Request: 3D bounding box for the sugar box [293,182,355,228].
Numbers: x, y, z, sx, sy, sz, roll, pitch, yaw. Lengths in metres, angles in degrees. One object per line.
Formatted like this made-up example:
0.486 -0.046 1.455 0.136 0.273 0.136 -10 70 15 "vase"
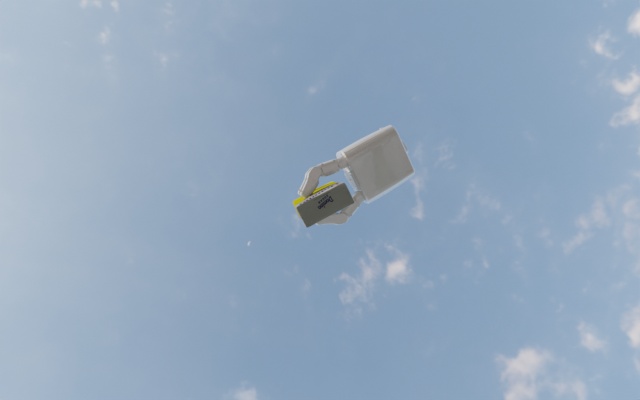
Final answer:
0.000 0.002 0.866 0.093 0.048 0.176 -28 3 -4 "sugar box"
